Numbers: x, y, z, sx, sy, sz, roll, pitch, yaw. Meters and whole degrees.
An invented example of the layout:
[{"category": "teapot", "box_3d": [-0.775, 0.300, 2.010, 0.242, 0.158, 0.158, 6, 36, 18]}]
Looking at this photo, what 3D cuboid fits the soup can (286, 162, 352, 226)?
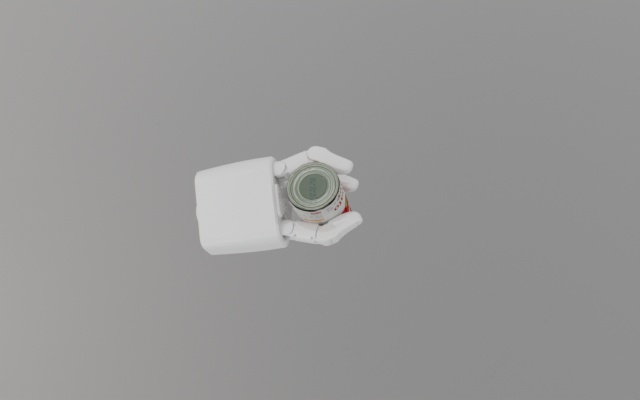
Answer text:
[{"category": "soup can", "box_3d": [0.001, 0.002, 0.616, 0.068, 0.068, 0.102, 0, -24, 13]}]
